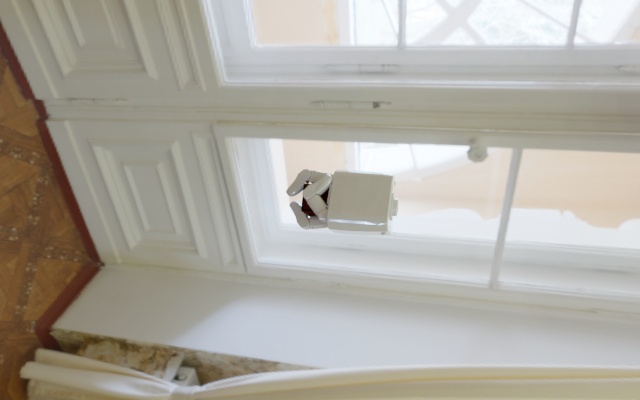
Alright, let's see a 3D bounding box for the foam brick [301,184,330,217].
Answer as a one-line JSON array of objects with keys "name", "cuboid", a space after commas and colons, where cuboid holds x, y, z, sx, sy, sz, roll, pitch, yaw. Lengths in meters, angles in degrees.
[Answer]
[{"name": "foam brick", "cuboid": [0.000, 0.003, 0.890, 0.051, 0.053, 0.078, 3, -10, 14]}]
